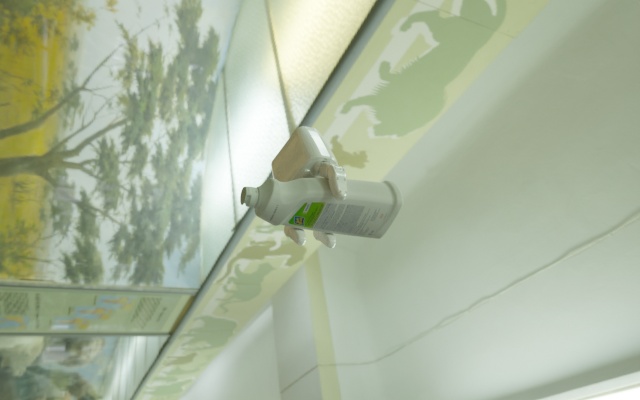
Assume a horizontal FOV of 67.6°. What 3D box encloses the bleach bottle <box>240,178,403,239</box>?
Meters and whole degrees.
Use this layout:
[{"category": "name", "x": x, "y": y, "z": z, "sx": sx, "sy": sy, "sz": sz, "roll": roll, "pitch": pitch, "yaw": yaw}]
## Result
[{"category": "bleach bottle", "x": 0.000, "y": 0.003, "z": 0.757, "sx": 0.251, "sy": 0.103, "sz": 0.068, "roll": 8, "pitch": 36, "yaw": -25}]
